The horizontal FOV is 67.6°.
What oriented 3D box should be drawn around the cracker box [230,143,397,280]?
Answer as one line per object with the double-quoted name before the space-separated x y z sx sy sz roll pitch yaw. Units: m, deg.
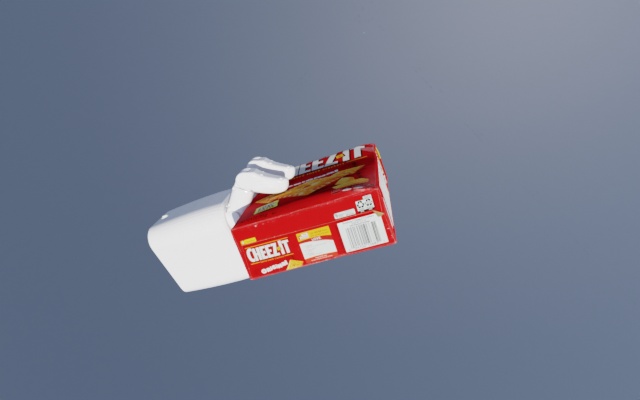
"cracker box" 0.000 0.002 0.586 0.164 0.072 0.213 -16 17 10
